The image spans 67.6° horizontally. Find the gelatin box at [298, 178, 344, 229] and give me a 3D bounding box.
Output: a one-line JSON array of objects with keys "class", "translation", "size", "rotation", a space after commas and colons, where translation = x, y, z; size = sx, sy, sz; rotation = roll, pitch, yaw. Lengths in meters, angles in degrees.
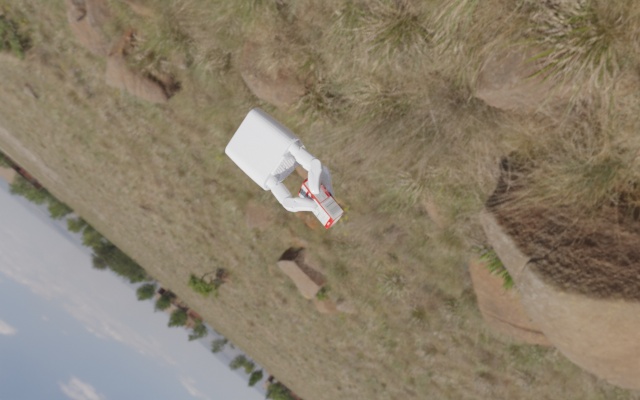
[{"class": "gelatin box", "translation": [0.000, 0.003, 0.867], "size": [0.030, 0.089, 0.073], "rotation": [-37, -7, -16]}]
